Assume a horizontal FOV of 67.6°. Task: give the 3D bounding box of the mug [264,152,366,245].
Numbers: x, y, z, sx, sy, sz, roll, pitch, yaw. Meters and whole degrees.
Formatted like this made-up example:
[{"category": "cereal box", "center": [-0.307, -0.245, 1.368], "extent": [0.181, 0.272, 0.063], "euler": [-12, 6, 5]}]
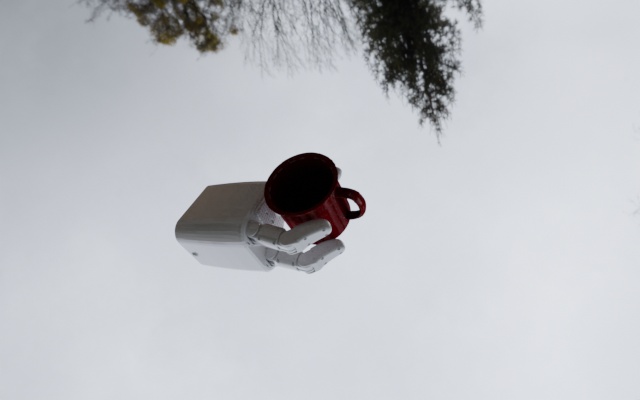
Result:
[{"category": "mug", "center": [0.002, 0.002, 0.583], "extent": [0.117, 0.093, 0.081], "euler": [1, -34, 24]}]
